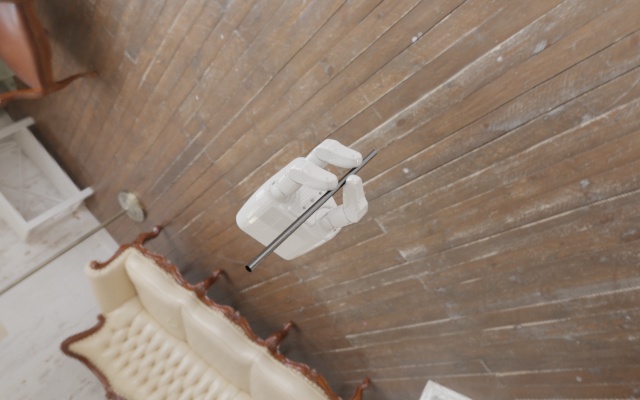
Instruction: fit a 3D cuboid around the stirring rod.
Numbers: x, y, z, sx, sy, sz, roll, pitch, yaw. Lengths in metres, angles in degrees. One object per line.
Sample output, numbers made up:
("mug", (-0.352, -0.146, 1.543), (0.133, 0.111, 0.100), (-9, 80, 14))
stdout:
("stirring rod", (0.000, 0.002, 0.526), (0.011, 0.011, 0.239), (0, 31, 41))
